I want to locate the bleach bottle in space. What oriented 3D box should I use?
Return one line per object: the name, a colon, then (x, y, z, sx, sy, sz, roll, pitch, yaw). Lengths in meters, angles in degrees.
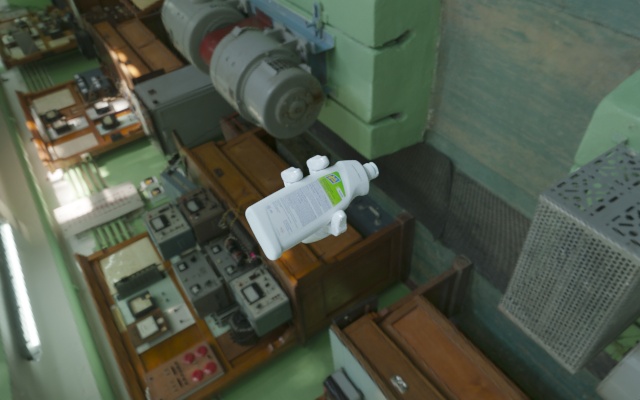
bleach bottle: (0.000, 0.003, 0.845, 0.251, 0.102, 0.068, -27, -2, -21)
